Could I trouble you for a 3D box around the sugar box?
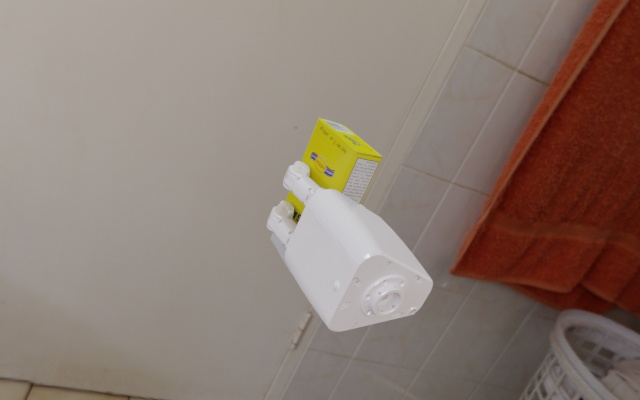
[{"bbox_3d":[0.000,0.002,0.569,0.048,0.176,0.093,10,26,-35],"label":"sugar box"}]
